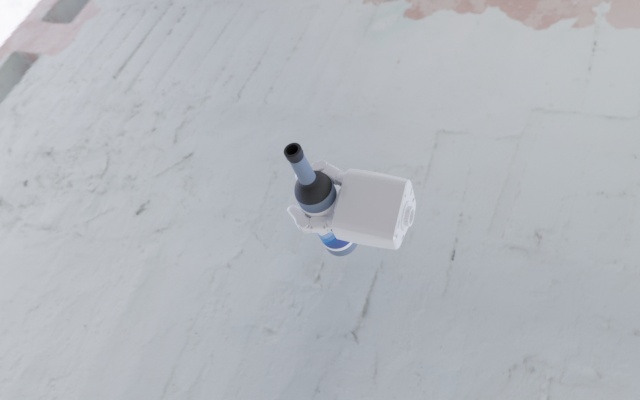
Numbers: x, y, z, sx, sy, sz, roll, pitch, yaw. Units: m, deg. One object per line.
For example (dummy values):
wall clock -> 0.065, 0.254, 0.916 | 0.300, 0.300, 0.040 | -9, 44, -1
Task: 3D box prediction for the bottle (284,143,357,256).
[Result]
bottle -> 0.000, 0.003, 0.816 | 0.069, 0.069, 0.296 | 0, -32, 19
